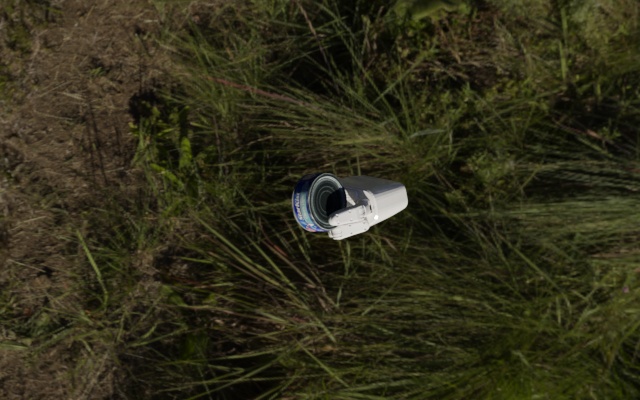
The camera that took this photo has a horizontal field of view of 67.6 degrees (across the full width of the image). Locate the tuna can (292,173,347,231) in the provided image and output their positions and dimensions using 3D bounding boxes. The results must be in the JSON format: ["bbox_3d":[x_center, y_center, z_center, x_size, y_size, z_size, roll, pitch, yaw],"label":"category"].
[{"bbox_3d":[0.000,0.002,0.696,0.034,0.086,0.086,-3,-2,43],"label":"tuna can"}]
